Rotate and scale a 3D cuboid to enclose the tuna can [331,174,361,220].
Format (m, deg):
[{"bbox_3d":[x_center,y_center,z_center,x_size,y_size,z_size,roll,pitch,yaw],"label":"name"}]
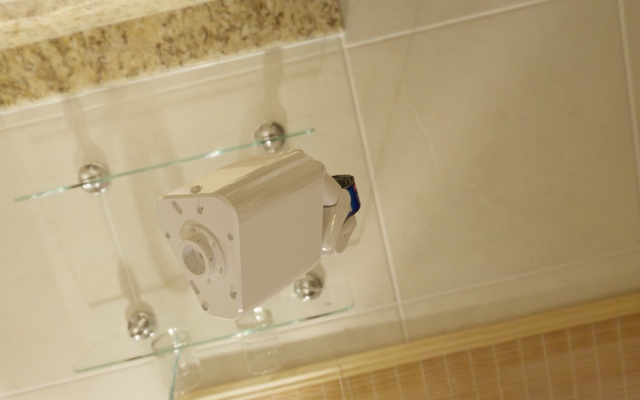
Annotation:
[{"bbox_3d":[0.000,0.002,0.523,0.086,0.034,0.086,-16,15,4],"label":"tuna can"}]
